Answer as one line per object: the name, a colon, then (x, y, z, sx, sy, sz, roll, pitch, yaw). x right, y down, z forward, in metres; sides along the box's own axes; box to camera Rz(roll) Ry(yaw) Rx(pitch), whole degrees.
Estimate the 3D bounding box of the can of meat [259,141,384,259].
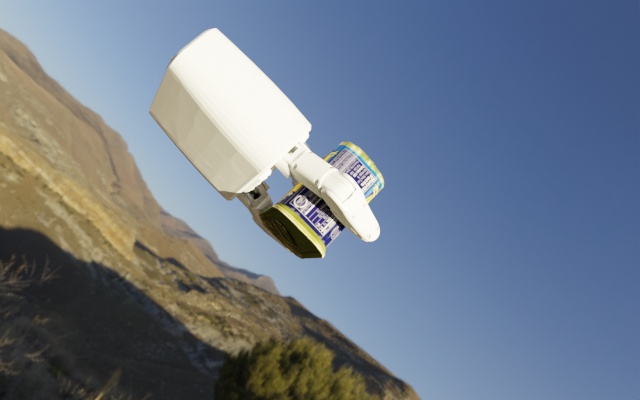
can of meat: (0.000, 0.001, 0.419, 0.084, 0.057, 0.102, -46, 6, -16)
